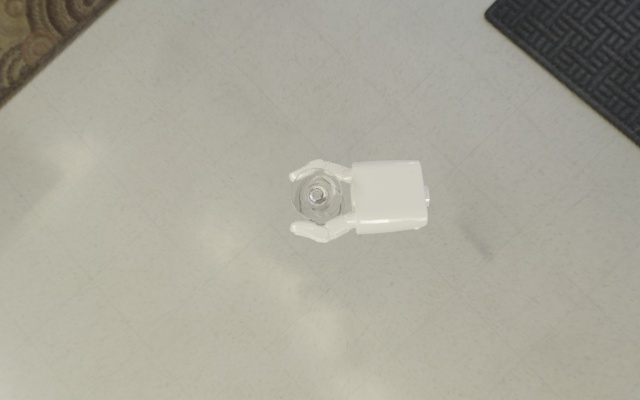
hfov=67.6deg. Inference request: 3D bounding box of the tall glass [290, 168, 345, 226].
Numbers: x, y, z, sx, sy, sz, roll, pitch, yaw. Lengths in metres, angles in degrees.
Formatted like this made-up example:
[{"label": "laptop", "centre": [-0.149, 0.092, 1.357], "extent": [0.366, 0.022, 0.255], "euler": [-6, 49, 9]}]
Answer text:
[{"label": "tall glass", "centre": [0.000, 0.002, 0.771], "extent": [0.079, 0.079, 0.201], "euler": [0, -7, 3]}]
